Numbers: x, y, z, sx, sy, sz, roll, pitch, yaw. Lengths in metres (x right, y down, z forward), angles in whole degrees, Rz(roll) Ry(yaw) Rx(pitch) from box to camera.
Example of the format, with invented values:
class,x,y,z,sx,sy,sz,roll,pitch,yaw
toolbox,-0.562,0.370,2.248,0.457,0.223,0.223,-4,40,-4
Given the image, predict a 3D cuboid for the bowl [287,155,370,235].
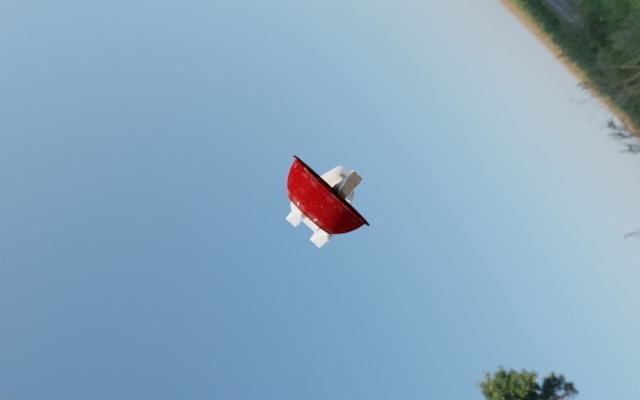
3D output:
class,x,y,z,sx,sy,sz,roll,pitch,yaw
bowl,0.000,0.003,0.744,0.162,0.055,0.162,43,4,-3
